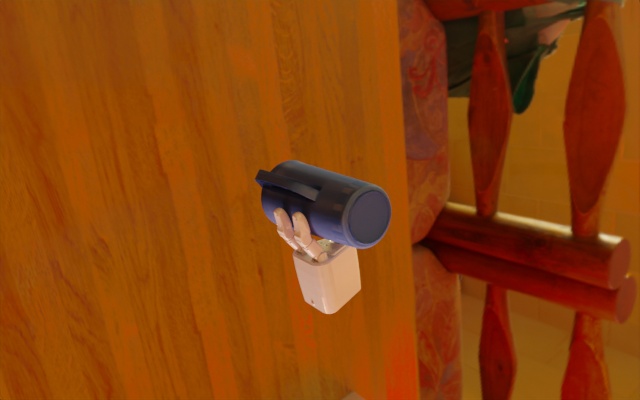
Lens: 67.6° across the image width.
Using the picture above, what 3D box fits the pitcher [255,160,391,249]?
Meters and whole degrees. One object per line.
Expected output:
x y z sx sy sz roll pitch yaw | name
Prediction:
0.000 0.003 0.853 0.149 0.145 0.243 -24 24 -31 | pitcher
